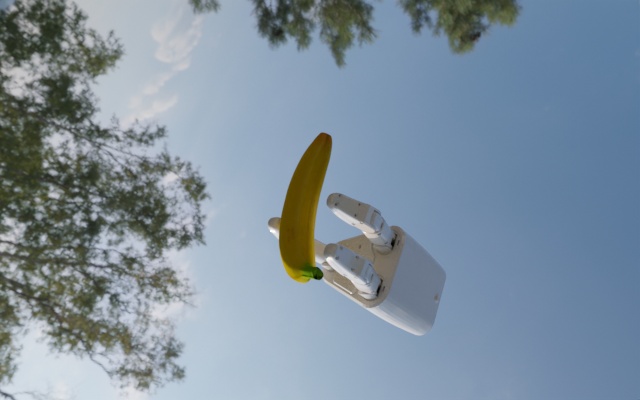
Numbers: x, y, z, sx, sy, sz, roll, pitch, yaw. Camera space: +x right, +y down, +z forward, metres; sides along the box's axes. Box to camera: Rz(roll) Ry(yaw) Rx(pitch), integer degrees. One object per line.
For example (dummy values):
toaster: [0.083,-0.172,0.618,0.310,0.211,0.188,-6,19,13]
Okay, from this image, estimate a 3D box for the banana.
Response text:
banana: [-0.014,0.012,0.507,0.070,0.197,0.037,-30,-50,33]
